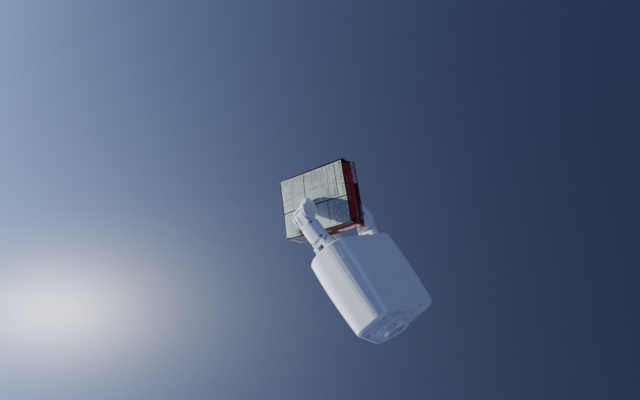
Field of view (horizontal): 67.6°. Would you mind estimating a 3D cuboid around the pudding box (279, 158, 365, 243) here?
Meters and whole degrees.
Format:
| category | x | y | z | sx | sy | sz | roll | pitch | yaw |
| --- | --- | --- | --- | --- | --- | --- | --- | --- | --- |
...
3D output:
| category | x | y | z | sx | sy | sz | roll | pitch | yaw |
| --- | --- | --- | --- | --- | --- | --- | --- | --- | --- |
| pudding box | 0.000 | 0.002 | 0.655 | 0.113 | 0.090 | 0.039 | -17 | -19 | 31 |
